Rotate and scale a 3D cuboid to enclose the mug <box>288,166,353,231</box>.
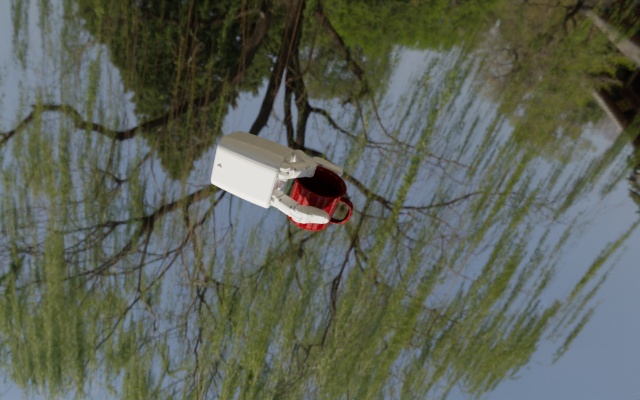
[{"bbox_3d":[0.001,0.003,0.831,0.117,0.081,0.093,23,34,3],"label":"mug"}]
